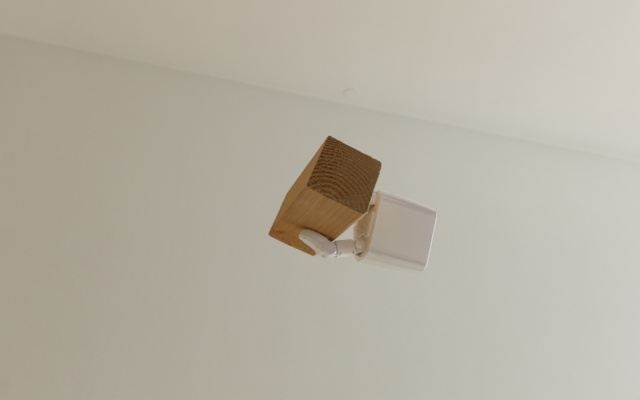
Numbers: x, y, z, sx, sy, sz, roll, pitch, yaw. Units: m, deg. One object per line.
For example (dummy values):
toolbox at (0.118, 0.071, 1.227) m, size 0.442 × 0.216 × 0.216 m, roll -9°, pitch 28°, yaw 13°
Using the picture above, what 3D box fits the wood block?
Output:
wood block at (0.000, 0.003, 0.729) m, size 0.090 × 0.090 × 0.206 m, roll 26°, pitch -29°, yaw -9°
